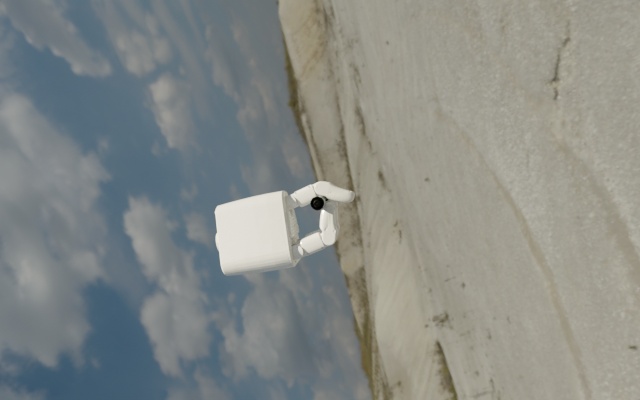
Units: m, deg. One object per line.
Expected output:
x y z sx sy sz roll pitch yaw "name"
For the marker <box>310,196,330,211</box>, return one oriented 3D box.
0.000 0.002 0.697 0.020 0.020 0.121 0 2 5 "marker"
